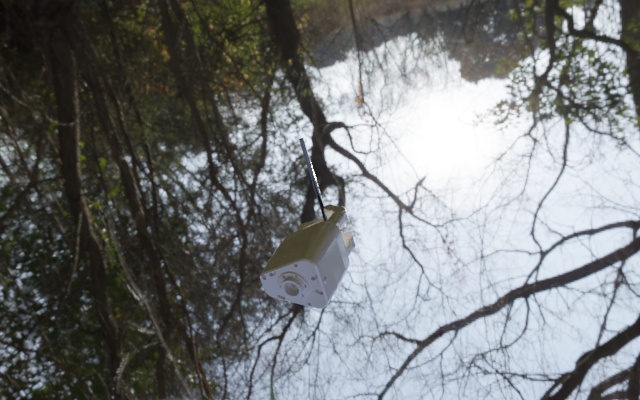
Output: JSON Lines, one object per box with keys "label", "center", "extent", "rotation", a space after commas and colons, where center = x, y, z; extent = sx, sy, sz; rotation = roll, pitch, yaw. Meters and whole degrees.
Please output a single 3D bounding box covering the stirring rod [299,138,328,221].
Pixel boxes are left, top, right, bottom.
{"label": "stirring rod", "center": [0.000, 0.003, 0.843], "extent": [0.011, 0.240, 0.011], "rotation": [-14, 23, 6]}
